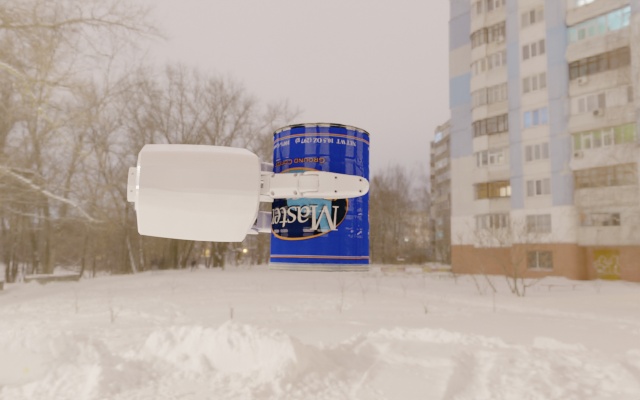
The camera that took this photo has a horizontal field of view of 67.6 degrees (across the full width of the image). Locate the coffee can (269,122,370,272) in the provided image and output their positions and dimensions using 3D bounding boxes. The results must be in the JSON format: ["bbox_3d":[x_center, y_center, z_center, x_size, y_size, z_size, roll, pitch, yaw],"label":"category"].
[{"bbox_3d":[0.000,0.002,0.493,0.103,0.140,0.103,1,-7,0],"label":"coffee can"}]
